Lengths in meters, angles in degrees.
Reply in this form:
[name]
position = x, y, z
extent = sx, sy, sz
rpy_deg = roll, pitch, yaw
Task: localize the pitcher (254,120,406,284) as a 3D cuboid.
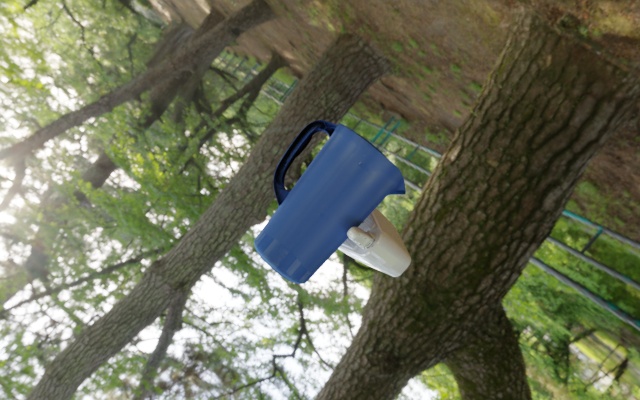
[pitcher]
position = 0.000, 0.003, 0.756
extent = 0.145, 0.243, 0.149
rpy_deg = 37, 5, -41
